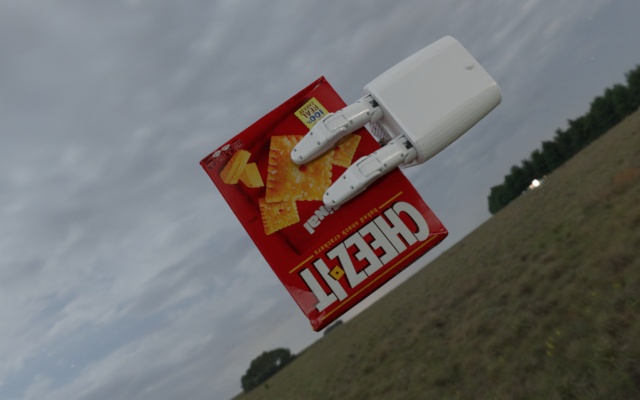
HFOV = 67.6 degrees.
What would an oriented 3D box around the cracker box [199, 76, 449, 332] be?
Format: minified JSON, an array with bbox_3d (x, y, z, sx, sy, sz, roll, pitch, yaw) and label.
[{"bbox_3d":[0.000,0.002,0.502,0.164,0.213,0.072,-35,-14,-6],"label":"cracker box"}]
